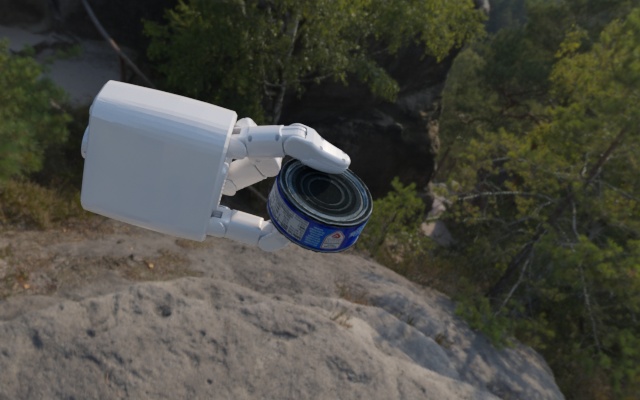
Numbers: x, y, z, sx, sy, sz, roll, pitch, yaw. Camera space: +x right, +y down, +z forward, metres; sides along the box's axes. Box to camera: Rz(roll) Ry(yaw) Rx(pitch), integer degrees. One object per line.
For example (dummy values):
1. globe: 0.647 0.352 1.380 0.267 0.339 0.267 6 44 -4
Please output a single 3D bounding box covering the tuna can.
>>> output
1. tuna can: 0.000 0.001 0.403 0.086 0.086 0.034 0 -44 -30
